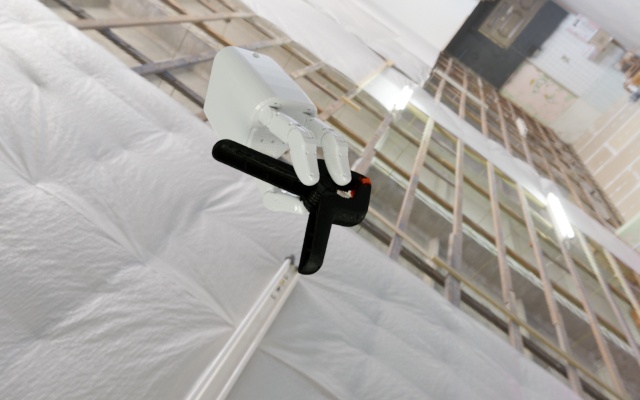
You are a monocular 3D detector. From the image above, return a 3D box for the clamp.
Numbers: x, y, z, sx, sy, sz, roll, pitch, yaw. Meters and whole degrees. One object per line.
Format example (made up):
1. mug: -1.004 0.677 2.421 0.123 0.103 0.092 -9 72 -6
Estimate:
1. clamp: 0.000 0.002 0.520 0.210 0.164 0.036 -1 -40 -50
